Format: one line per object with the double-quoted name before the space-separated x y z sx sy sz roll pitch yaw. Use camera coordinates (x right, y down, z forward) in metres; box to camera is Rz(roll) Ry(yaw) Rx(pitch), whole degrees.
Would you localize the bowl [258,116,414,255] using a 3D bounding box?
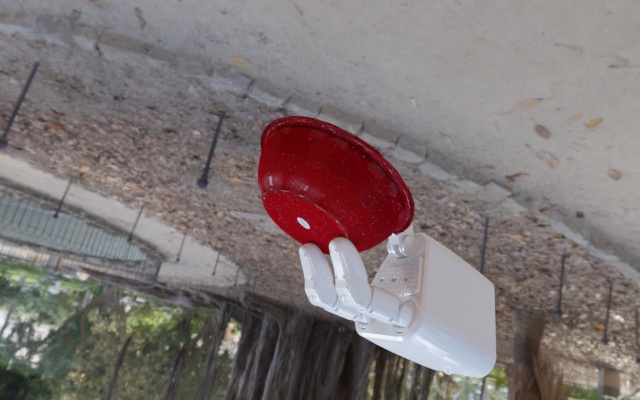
"bowl" -0.001 0.001 0.434 0.162 0.055 0.162 26 -28 15
